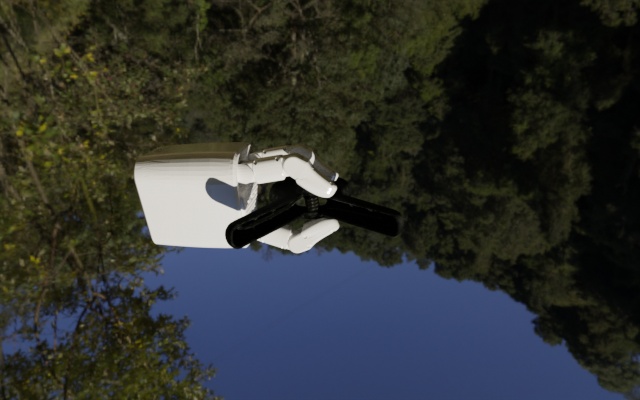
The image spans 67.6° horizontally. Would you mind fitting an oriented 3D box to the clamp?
[{"bbox_3d":[0.000,0.002,0.521,0.164,0.036,0.210,-1,17,4],"label":"clamp"}]
